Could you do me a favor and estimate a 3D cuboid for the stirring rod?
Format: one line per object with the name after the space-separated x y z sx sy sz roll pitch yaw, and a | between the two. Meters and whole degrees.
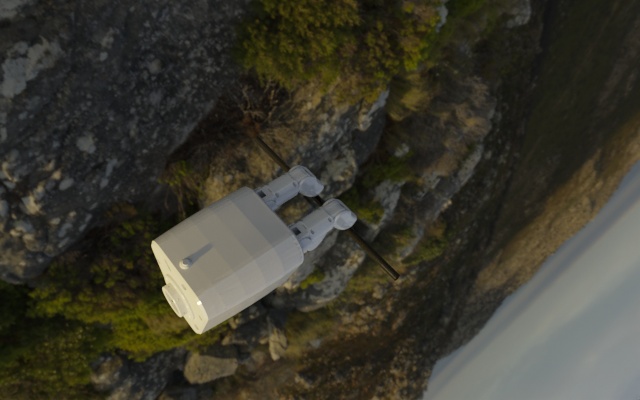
0.000 0.002 0.534 0.239 0.011 0.011 45 22 24 | stirring rod
